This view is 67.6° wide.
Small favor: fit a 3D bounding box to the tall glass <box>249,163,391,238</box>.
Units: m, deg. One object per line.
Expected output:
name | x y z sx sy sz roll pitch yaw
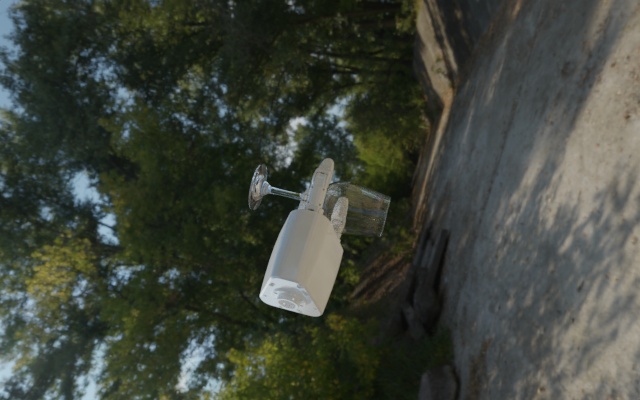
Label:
tall glass | -0.001 0.002 0.712 0.201 0.079 0.079 13 2 8
